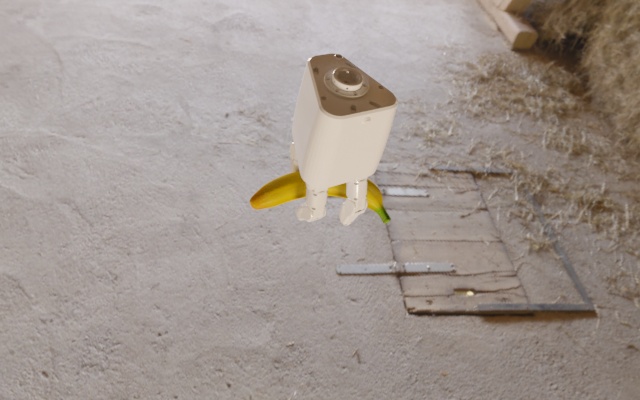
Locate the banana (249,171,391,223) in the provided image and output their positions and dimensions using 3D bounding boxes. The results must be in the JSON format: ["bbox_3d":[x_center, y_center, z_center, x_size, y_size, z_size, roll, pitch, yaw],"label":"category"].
[{"bbox_3d":[0.003,-0.013,0.659,0.198,0.069,0.037,6,-35,-10],"label":"banana"}]
